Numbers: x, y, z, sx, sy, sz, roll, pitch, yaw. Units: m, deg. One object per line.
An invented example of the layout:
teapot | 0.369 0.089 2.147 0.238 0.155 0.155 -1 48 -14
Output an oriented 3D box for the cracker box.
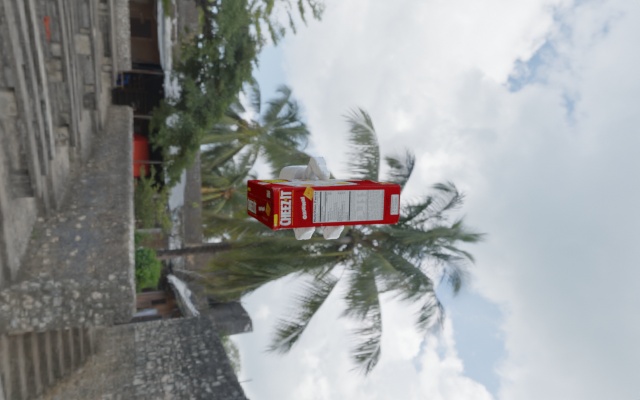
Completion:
cracker box | 0.000 0.002 0.793 0.214 0.072 0.164 -2 6 -21
